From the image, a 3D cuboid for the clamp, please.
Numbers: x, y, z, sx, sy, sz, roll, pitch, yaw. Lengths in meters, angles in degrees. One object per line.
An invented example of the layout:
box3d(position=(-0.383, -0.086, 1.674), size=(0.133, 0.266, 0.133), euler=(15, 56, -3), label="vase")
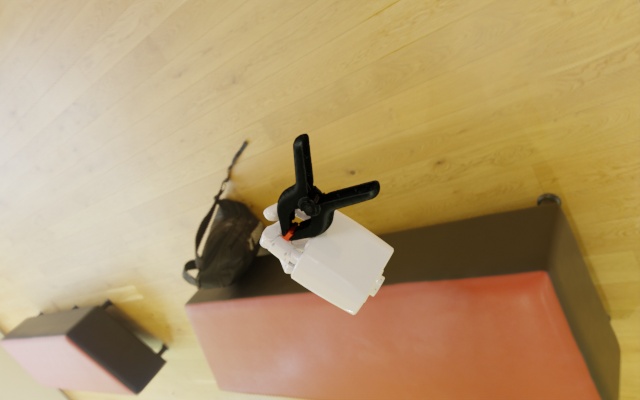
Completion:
box3d(position=(0.000, 0.002, 0.626), size=(0.120, 0.172, 0.039), euler=(31, 46, 7), label="clamp")
